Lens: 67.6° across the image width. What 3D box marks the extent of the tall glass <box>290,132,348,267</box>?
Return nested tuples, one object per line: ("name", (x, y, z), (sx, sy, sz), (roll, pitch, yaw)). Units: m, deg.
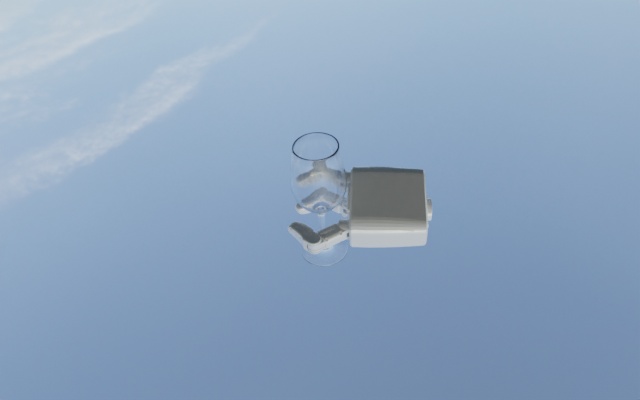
("tall glass", (0.000, 0.003, 0.681), (0.079, 0.201, 0.079), (-3, 43, 3))
